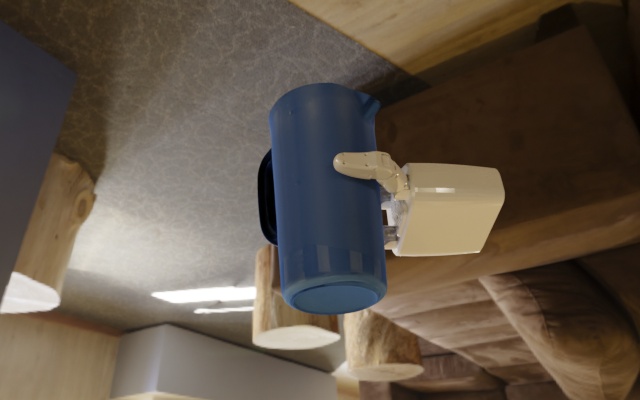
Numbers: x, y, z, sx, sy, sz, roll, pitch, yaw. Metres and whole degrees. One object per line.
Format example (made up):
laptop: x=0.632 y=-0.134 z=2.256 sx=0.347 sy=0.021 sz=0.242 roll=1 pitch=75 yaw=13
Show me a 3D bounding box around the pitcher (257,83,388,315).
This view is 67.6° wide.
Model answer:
pitcher: x=0.000 y=0.002 z=0.546 sx=0.145 sy=0.242 sz=0.149 roll=1 pitch=-31 yaw=-7
